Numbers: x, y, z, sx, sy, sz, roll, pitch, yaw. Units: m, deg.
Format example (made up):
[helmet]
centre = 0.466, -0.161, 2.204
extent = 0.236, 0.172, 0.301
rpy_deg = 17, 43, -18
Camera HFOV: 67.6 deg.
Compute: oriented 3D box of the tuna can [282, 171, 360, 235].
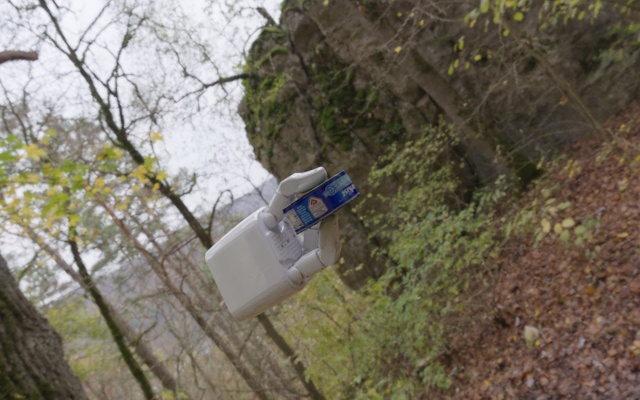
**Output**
[tuna can]
centre = 0.000, 0.001, 0.539
extent = 0.086, 0.034, 0.086
rpy_deg = -32, 1, 1
